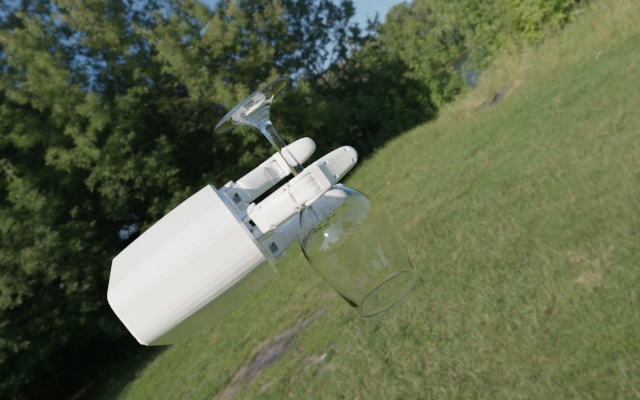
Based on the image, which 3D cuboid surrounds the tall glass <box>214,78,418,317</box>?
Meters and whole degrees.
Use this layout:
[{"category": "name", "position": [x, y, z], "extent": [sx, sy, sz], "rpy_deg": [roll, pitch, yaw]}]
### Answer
[{"category": "tall glass", "position": [0.000, 0.001, 0.405], "extent": [0.079, 0.201, 0.079], "rpy_deg": [-36, 5, 3]}]
